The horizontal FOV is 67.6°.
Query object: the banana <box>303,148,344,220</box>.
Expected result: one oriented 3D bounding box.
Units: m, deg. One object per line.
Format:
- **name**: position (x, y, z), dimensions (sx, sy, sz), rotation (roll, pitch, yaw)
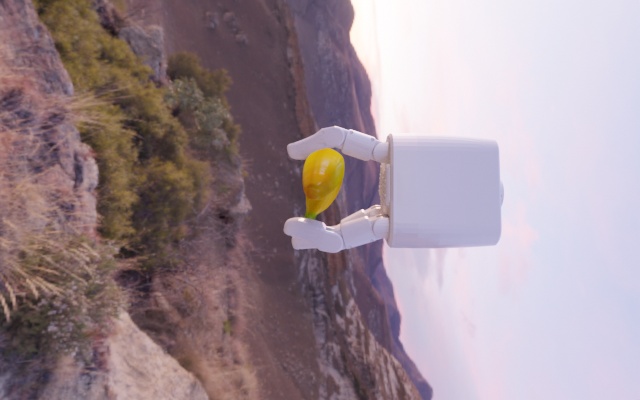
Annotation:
- **banana**: position (0.003, -0.016, 0.466), dimensions (0.037, 0.069, 0.198), rotation (9, -12, 1)
